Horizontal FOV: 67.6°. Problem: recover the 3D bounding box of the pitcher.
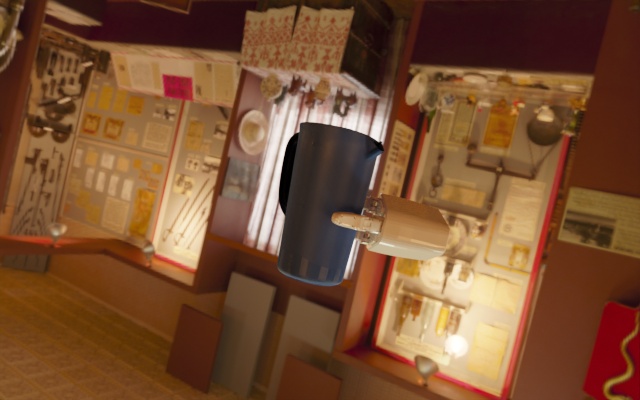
[{"bbox_3d":[0.000,0.003,0.761,0.145,0.243,0.149,13,2,-6],"label":"pitcher"}]
